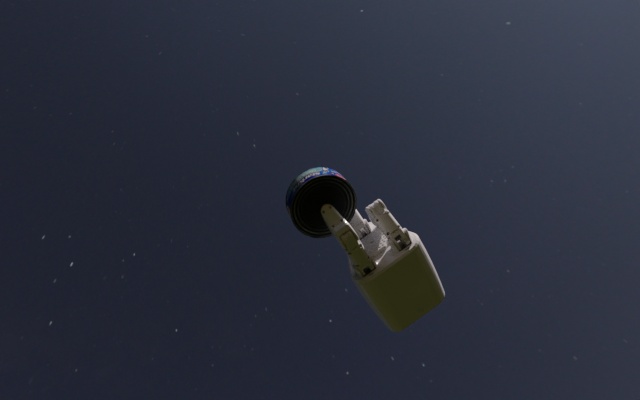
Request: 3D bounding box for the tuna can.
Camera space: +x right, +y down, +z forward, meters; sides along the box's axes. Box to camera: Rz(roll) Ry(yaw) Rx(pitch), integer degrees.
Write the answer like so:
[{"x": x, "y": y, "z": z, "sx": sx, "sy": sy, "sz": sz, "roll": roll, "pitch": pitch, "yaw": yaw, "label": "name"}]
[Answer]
[{"x": 0.000, "y": 0.002, "z": 0.600, "sx": 0.086, "sy": 0.086, "sz": 0.033, "roll": 0, "pitch": 24, "yaw": -19, "label": "tuna can"}]
